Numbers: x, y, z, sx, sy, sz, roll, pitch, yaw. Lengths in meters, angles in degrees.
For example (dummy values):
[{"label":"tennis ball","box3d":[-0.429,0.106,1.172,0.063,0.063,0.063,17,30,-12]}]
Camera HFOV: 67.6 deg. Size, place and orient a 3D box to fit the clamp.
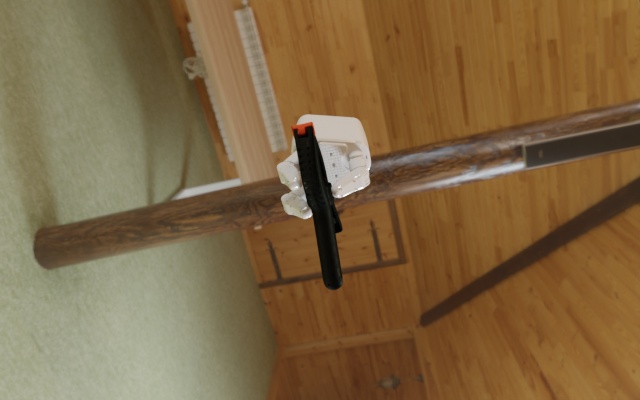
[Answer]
[{"label":"clamp","box3d":[0.001,0.001,0.634,0.036,0.210,0.164,-11,30,6]}]
